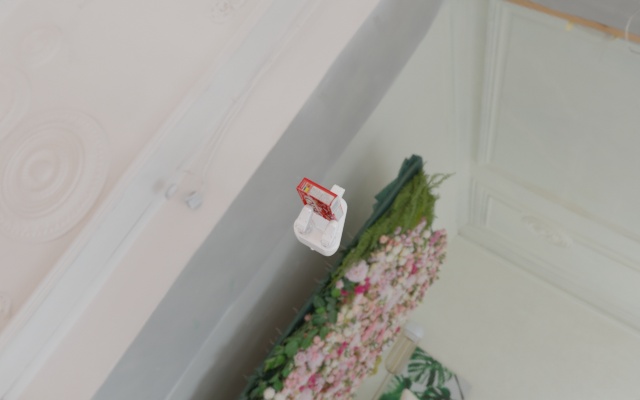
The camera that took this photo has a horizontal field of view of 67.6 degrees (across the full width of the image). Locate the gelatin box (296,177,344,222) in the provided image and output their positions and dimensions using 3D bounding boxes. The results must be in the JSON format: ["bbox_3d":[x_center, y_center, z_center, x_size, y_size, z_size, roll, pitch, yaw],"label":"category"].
[{"bbox_3d":[0.000,0.002,0.864,0.073,0.030,0.089,30,-16,20],"label":"gelatin box"}]
